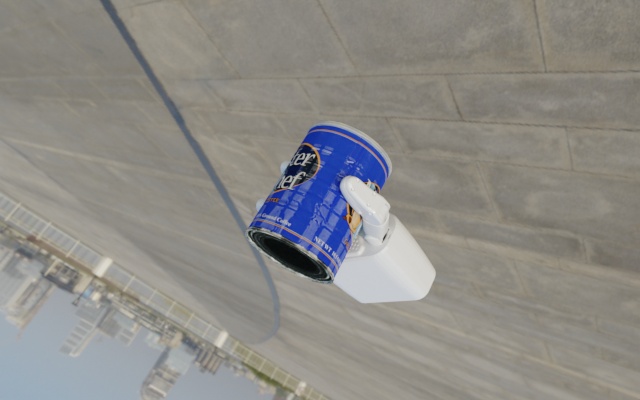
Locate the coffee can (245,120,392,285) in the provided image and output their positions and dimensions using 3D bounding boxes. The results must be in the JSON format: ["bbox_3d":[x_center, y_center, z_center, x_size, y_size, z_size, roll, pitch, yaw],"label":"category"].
[{"bbox_3d":[0.000,0.001,0.504,0.103,0.140,0.103,26,-22,11],"label":"coffee can"}]
